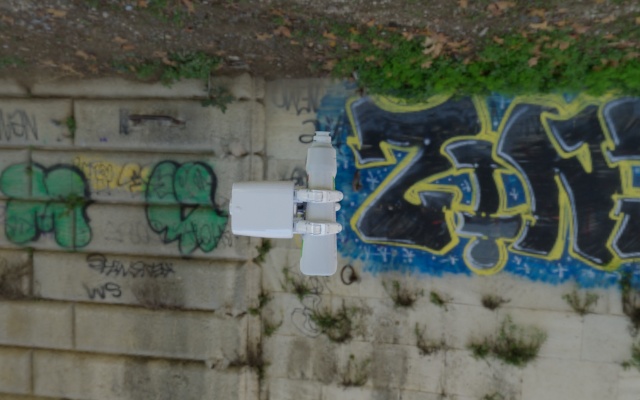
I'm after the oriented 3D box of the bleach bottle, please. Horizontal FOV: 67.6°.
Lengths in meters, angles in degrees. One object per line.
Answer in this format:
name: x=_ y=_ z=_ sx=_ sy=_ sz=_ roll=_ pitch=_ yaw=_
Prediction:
bleach bottle: x=0.000 y=0.003 z=0.866 sx=0.068 sy=0.251 sz=0.102 roll=2 pitch=4 yaw=1
